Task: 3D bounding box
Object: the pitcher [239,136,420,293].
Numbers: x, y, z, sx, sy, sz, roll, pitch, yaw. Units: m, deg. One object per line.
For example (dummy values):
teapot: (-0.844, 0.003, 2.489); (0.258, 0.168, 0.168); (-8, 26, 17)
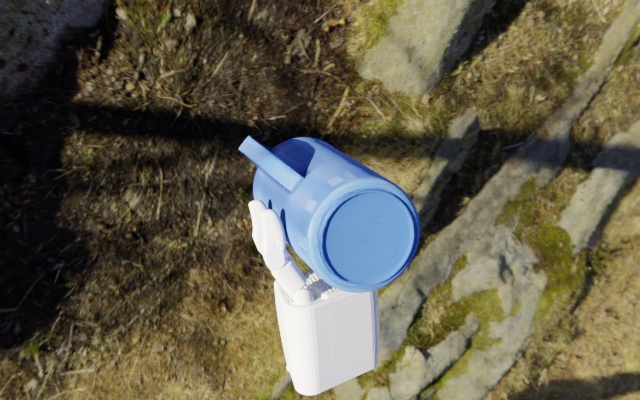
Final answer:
pitcher: (0.000, 0.002, 0.524); (0.149, 0.145, 0.242); (-8, 14, -15)
